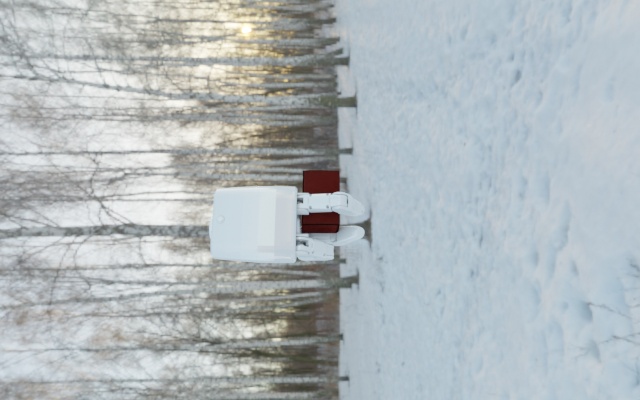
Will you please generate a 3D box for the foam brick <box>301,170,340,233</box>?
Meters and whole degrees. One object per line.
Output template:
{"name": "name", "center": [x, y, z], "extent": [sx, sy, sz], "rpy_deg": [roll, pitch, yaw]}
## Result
{"name": "foam brick", "center": [0.000, 0.002, 0.653], "extent": [0.051, 0.078, 0.053], "rpy_deg": [1, -17, 0]}
